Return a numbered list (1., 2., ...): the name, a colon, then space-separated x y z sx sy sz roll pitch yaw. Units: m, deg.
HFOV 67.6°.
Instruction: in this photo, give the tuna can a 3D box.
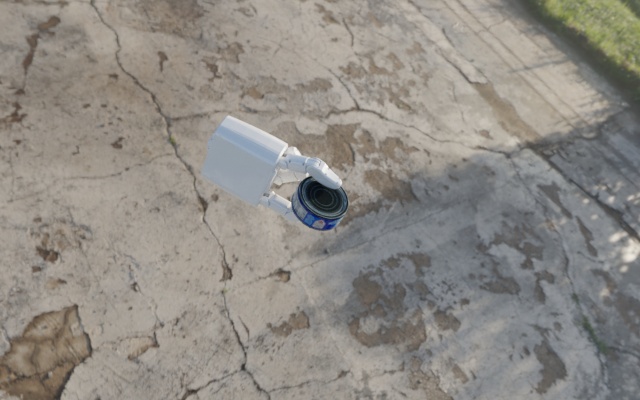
1. tuna can: 0.000 0.002 0.737 0.086 0.086 0.034 0 -35 -28
